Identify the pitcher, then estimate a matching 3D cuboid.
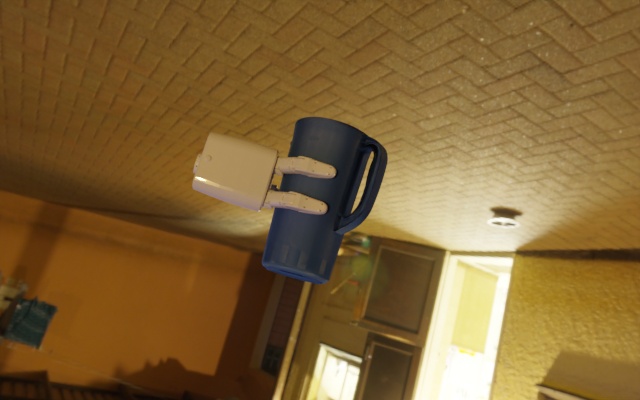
[{"bbox_3d":[0.000,0.002,0.744,0.145,0.242,0.149,17,-13,-8],"label":"pitcher"}]
